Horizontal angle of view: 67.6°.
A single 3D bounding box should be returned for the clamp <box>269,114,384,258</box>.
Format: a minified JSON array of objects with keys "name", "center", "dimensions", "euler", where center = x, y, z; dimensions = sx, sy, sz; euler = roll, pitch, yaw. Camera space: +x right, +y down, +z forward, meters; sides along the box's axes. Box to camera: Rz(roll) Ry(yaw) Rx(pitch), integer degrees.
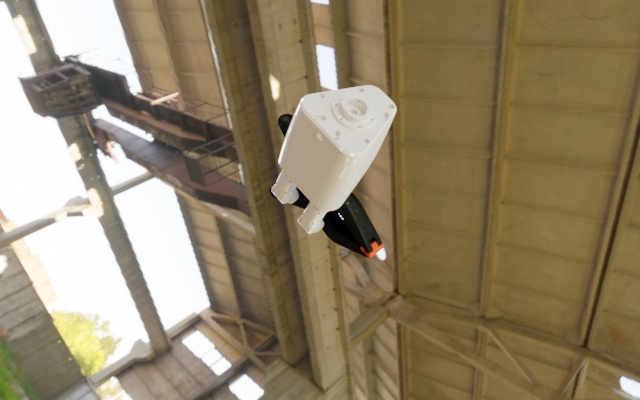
[{"name":"clamp","center":[0.001,0.002,0.656],"dimensions":[0.036,0.210,0.165],"euler":[-33,-17,-29]}]
